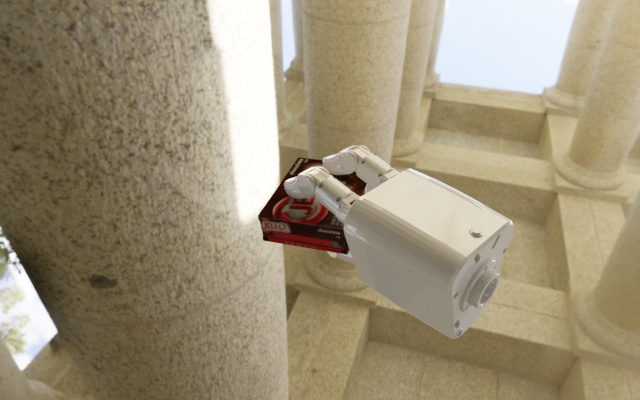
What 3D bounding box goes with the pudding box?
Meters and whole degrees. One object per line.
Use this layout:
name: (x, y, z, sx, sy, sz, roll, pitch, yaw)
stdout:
pudding box: (0.000, 0.002, 0.491, 0.090, 0.039, 0.113, 8, 36, 17)
